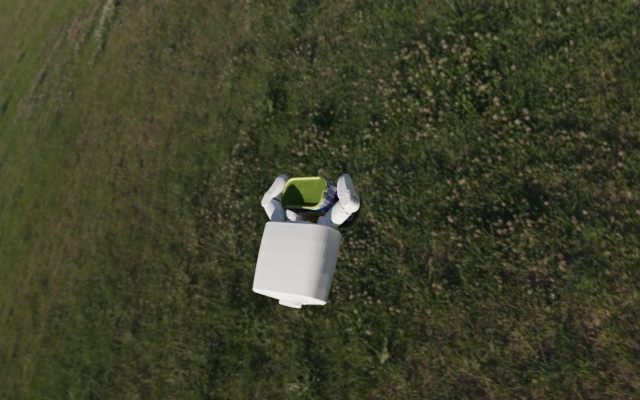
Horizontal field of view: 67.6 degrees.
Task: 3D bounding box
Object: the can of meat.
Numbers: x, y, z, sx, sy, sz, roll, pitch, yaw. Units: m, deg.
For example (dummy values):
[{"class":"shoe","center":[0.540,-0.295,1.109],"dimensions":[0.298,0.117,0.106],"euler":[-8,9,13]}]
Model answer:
[{"class":"can of meat","center":[0.000,0.002,0.740],"dimensions":[0.102,0.057,0.084],"euler":[-1,-21,46]}]
